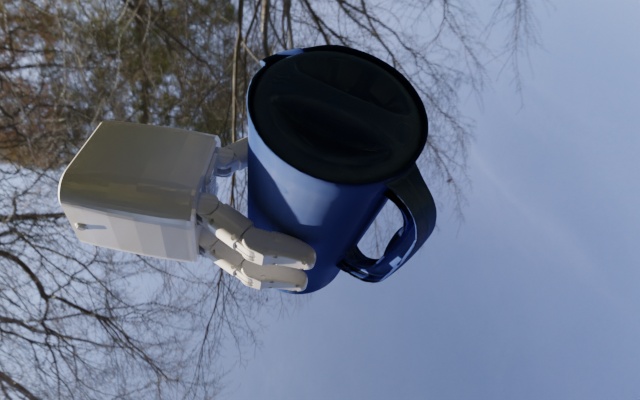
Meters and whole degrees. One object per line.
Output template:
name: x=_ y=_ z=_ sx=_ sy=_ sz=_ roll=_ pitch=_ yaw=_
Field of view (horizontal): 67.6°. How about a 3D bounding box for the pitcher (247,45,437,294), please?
pitcher: x=0.000 y=0.001 z=0.431 sx=0.145 sy=0.149 sz=0.243 roll=8 pitch=-33 yaw=-7
